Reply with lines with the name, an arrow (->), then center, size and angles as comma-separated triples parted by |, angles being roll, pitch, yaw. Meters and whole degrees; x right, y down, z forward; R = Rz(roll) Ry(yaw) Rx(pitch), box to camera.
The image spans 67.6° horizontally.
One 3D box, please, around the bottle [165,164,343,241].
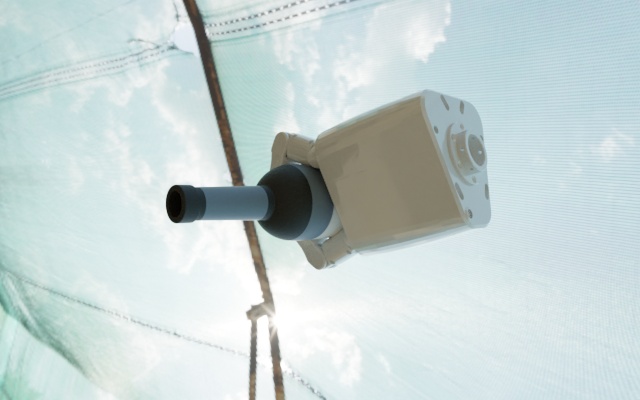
bottle -> 0.000, 0.001, 0.438 | 0.069, 0.069, 0.296 | 0, 0, 44
